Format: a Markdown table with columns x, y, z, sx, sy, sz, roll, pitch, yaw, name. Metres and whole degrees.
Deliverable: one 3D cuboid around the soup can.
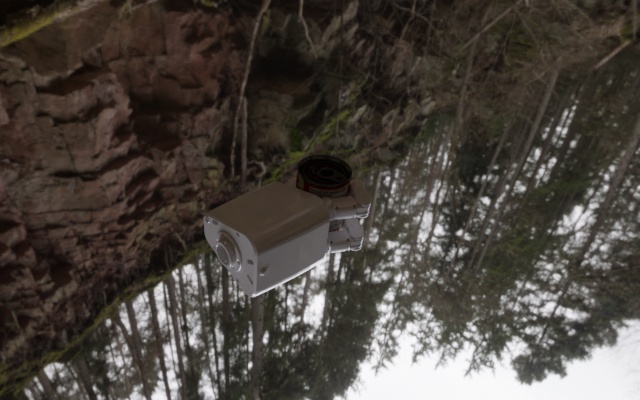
| x | y | z | sx | sy | sz | roll | pitch | yaw | name |
| --- | --- | --- | --- | --- | --- | --- | --- | --- | --- |
| 0.000 | 0.002 | 0.615 | 0.068 | 0.102 | 0.068 | 5 | 37 | -4 | soup can |
